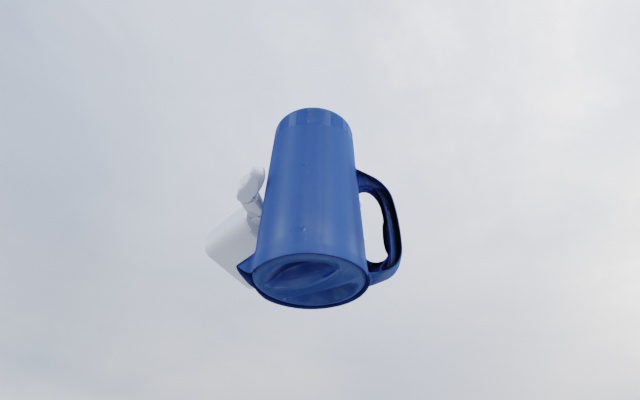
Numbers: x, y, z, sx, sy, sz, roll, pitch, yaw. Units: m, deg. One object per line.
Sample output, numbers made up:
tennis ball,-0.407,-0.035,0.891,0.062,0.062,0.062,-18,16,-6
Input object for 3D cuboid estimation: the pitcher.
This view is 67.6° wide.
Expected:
pitcher,0.000,0.002,0.596,0.149,0.242,0.145,29,-45,-32
